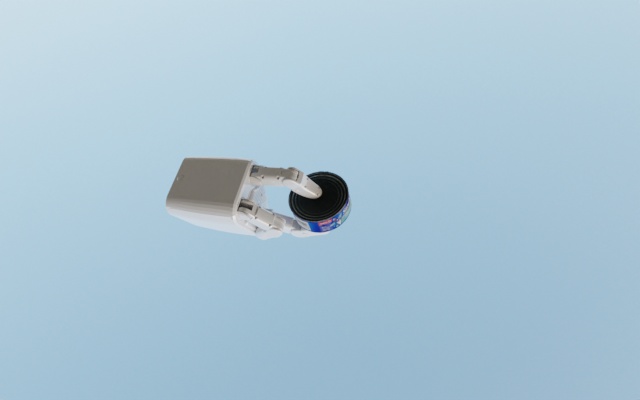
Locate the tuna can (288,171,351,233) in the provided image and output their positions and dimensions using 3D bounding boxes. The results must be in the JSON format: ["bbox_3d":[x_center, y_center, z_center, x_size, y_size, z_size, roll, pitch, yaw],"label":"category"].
[{"bbox_3d":[0.000,0.003,0.673,0.086,0.086,0.034,0,-35,15],"label":"tuna can"}]
